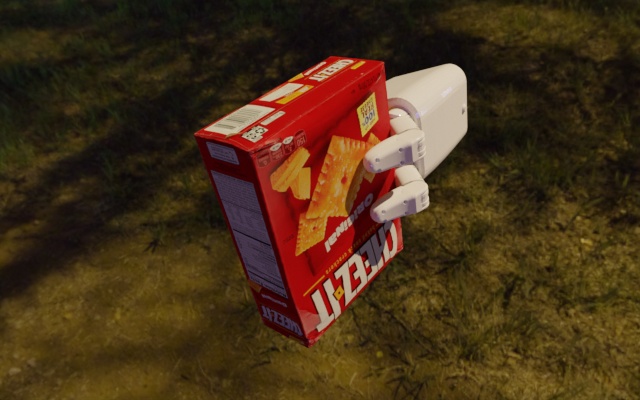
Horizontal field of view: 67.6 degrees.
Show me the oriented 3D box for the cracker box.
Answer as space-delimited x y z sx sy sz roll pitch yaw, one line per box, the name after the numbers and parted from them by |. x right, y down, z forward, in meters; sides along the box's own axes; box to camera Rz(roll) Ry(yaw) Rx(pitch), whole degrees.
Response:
0.000 0.001 0.437 0.072 0.214 0.164 19 45 38 | cracker box
